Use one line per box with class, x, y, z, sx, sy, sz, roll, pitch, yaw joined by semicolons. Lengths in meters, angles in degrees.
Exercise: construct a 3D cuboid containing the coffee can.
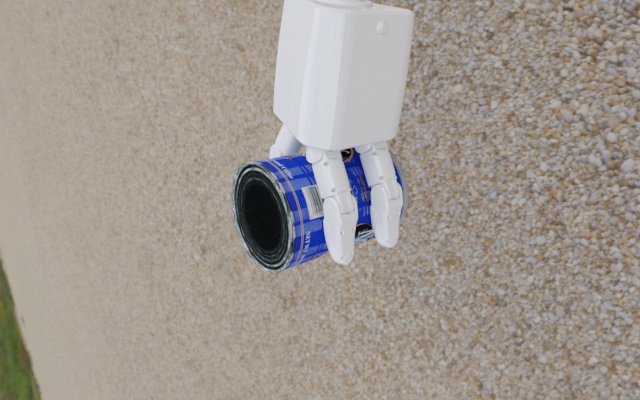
coffee can;0.000;0.002;0.463;0.140;0.103;0.103;-15;9;-36
